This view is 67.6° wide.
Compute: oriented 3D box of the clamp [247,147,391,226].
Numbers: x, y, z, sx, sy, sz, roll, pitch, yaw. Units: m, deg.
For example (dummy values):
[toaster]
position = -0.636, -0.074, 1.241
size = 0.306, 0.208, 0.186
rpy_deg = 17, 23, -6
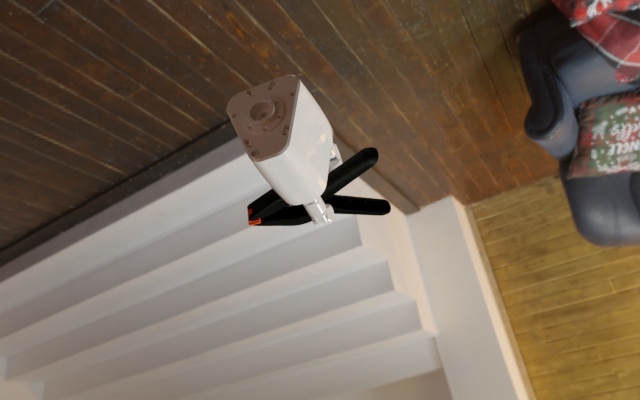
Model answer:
[clamp]
position = 0.000, 0.003, 0.682
size = 0.210, 0.036, 0.165
rpy_deg = -17, -31, 14
